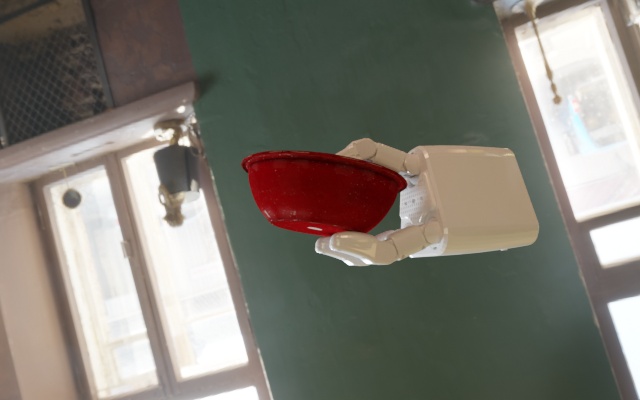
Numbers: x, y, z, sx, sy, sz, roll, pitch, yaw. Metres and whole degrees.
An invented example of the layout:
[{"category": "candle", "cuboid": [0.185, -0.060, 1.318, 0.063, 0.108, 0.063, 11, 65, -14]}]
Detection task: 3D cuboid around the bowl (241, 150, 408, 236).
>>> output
[{"category": "bowl", "cuboid": [-0.001, 0.002, 0.461, 0.162, 0.055, 0.162, 8, -10, 1]}]
